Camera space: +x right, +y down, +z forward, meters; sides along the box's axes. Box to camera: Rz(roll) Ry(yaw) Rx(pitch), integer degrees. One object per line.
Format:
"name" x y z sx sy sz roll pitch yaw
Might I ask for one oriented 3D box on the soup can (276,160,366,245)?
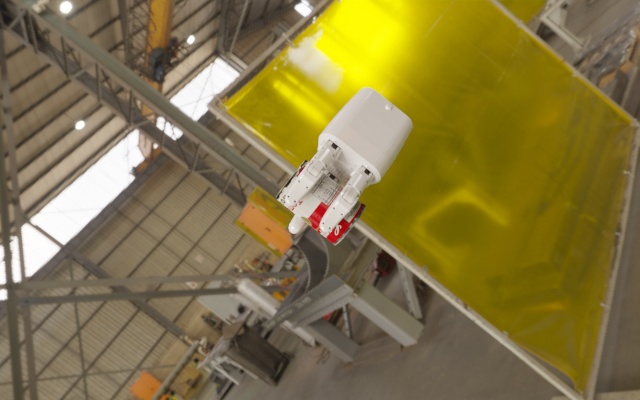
"soup can" 0.000 0.002 0.638 0.102 0.068 0.068 38 -2 -3
